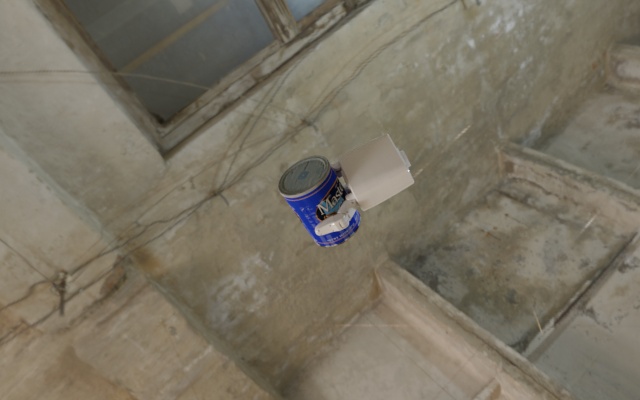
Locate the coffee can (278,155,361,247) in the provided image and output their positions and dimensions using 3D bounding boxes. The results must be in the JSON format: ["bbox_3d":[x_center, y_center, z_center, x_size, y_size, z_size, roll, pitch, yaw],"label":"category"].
[{"bbox_3d":[0.000,0.003,0.881,0.103,0.102,0.140,0,-44,38],"label":"coffee can"}]
